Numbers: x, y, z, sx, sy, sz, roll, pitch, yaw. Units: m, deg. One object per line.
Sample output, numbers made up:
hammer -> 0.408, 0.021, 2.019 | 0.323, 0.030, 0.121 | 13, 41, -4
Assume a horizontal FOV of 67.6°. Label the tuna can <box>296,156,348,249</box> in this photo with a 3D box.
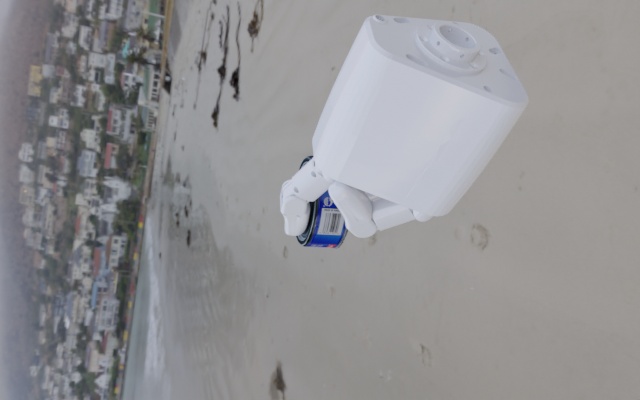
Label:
tuna can -> -0.001, 0.001, 0.444 | 0.034, 0.086, 0.086 | 3, -1, -16
